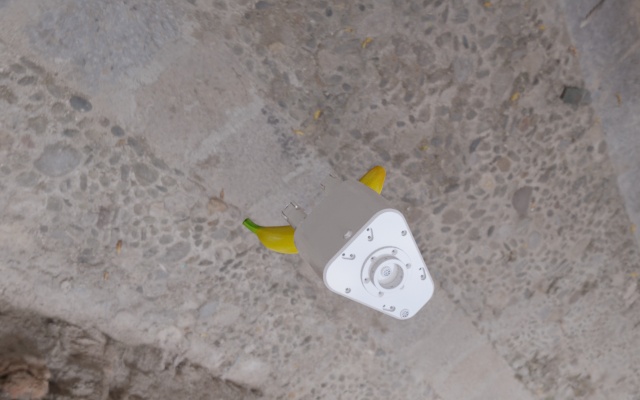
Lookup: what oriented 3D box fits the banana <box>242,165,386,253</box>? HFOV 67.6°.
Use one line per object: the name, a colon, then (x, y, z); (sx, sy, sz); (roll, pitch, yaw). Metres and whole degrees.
banana: (0.004, 0.021, 0.612); (0.198, 0.069, 0.037); (-22, 5, -7)
